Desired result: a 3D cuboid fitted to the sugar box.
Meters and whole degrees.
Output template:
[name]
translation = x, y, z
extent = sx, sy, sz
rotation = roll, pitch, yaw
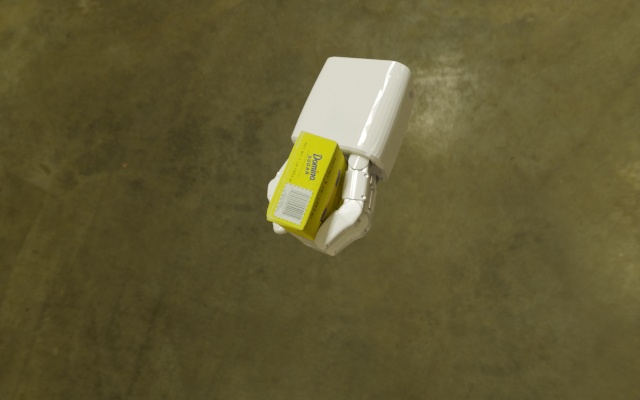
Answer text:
[sugar box]
translation = 0.001, 0.002, 0.525
extent = 0.048, 0.093, 0.176
rotation = 20, -9, 18
